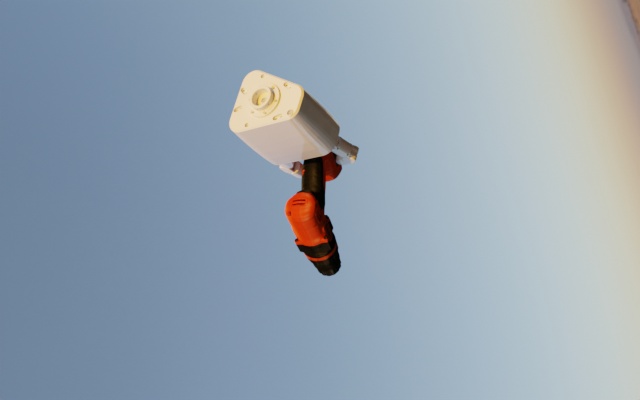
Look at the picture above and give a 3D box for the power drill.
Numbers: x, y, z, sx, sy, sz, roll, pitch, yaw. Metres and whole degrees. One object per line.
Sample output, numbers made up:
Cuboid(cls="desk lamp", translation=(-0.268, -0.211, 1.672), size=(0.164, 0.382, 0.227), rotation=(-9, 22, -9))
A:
Cuboid(cls="power drill", translation=(0.000, 0.002, 0.731), size=(0.057, 0.187, 0.185), rotation=(-6, -38, 12))
